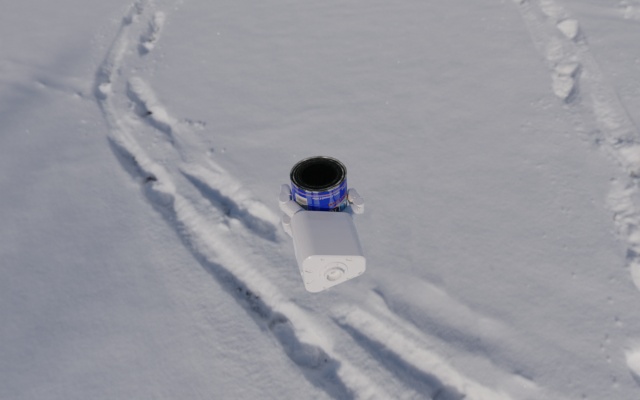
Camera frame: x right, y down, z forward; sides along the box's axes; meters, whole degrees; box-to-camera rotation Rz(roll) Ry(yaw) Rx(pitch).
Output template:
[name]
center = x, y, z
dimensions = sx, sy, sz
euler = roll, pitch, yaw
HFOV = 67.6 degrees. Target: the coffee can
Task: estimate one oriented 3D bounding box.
[coffee can]
center = 0.000, 0.003, 0.891
dimensions = 0.103, 0.140, 0.102
euler = -3, 42, 2
